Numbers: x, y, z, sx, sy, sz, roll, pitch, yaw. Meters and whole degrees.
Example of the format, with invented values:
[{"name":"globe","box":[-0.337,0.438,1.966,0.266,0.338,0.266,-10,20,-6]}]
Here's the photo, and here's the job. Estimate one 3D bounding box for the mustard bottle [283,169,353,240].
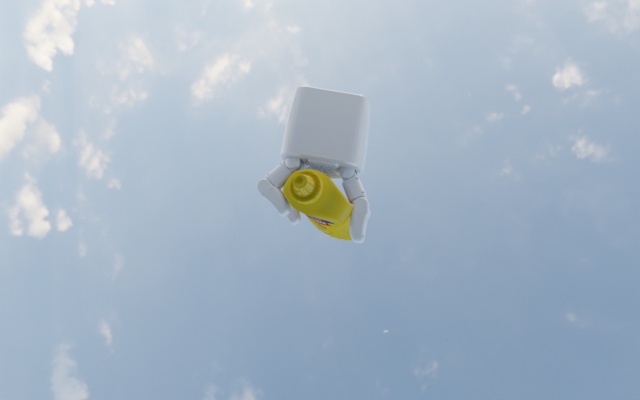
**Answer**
[{"name":"mustard bottle","box":[0.000,0.003,0.651,0.096,0.058,0.192,31,-6,21]}]
